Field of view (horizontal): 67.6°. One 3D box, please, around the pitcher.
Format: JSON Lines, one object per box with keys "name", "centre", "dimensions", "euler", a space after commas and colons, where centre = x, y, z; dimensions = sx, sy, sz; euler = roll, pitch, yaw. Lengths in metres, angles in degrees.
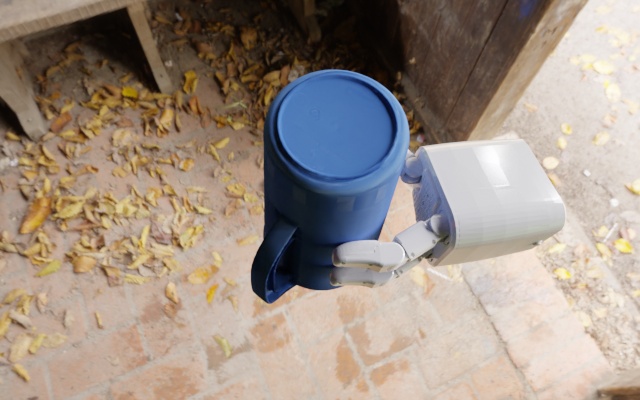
{"name": "pitcher", "centre": [0.000, 0.001, 0.447], "dimensions": [0.145, 0.149, 0.243], "euler": [-5, -23, -5]}
